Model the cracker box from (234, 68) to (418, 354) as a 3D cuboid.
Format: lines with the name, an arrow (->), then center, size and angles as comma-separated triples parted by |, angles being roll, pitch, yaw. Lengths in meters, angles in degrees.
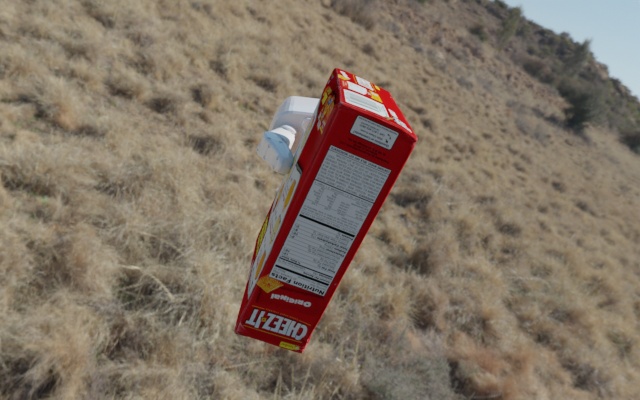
cracker box -> 0.000, 0.001, 0.436 | 0.072, 0.214, 0.164 | 22, 22, -9
